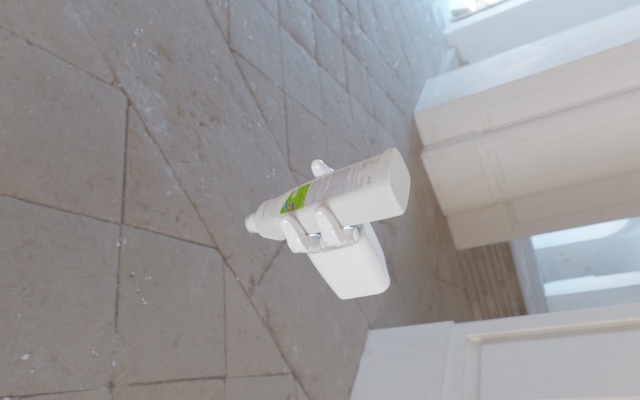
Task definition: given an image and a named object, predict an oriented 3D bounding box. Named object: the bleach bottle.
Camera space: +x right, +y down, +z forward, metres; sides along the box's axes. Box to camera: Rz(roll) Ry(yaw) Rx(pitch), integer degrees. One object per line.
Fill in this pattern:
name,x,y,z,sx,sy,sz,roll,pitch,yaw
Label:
bleach bottle,0.000,0.002,0.698,0.251,0.068,0.102,-15,32,27
